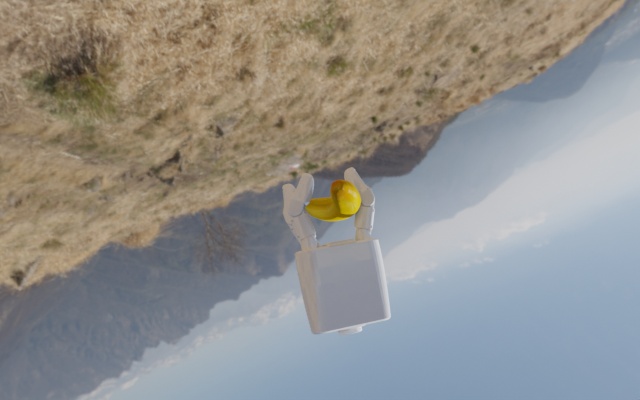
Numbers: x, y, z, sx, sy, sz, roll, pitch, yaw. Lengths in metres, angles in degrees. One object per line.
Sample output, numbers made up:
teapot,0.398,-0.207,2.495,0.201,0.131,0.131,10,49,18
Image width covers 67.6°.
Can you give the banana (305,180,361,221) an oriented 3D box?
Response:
banana,0.017,0.005,0.649,0.069,0.037,0.198,8,-10,-18
